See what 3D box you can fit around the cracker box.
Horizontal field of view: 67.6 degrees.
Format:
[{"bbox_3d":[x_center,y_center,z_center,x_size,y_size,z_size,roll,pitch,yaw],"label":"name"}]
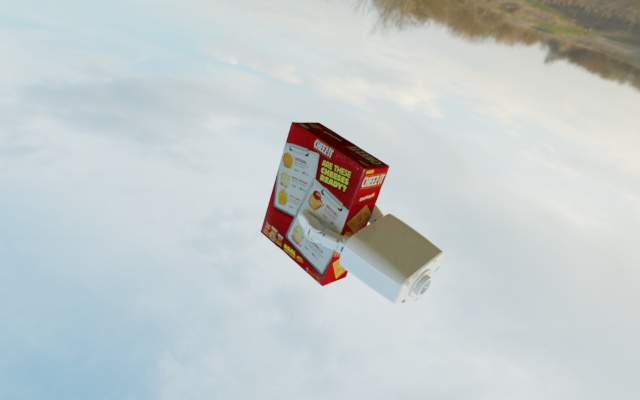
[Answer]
[{"bbox_3d":[0.000,0.003,0.773,0.072,0.214,0.164,-11,39,-46],"label":"cracker box"}]
